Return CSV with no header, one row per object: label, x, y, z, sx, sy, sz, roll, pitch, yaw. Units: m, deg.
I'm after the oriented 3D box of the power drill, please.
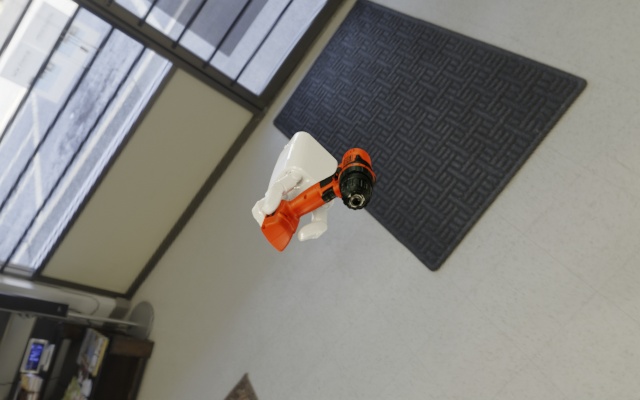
power drill,0.000,0.002,0.730,0.188,0.057,0.184,-32,15,16
